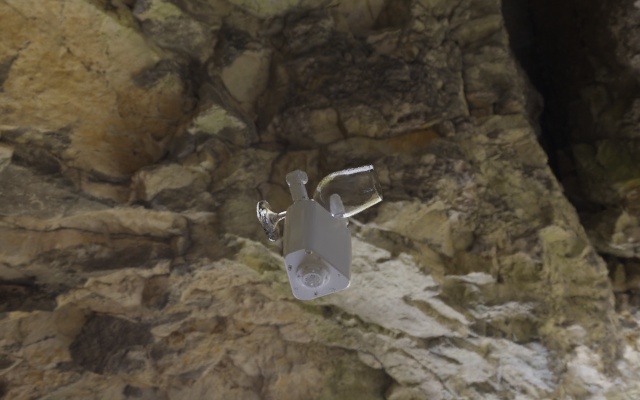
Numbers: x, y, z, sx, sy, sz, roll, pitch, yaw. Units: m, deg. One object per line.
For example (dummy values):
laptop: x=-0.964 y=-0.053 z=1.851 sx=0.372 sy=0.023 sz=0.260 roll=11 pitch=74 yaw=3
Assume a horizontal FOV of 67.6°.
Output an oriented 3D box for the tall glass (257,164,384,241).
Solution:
tall glass: x=-0.001 y=0.003 z=0.792 sx=0.201 sy=0.079 sz=0.079 roll=-20 pitch=-6 yaw=16
